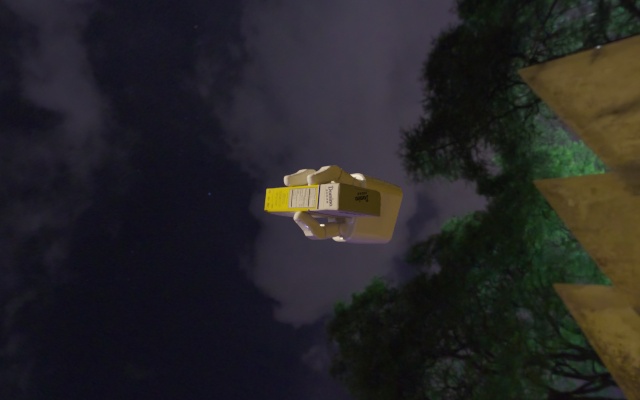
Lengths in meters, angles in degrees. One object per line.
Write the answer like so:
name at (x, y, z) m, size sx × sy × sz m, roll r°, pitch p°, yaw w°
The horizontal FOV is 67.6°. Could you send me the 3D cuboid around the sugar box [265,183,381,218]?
sugar box at (0.000, 0.002, 0.755) m, size 0.093 × 0.048 × 0.176 m, roll 10°, pitch -11°, yaw -42°
